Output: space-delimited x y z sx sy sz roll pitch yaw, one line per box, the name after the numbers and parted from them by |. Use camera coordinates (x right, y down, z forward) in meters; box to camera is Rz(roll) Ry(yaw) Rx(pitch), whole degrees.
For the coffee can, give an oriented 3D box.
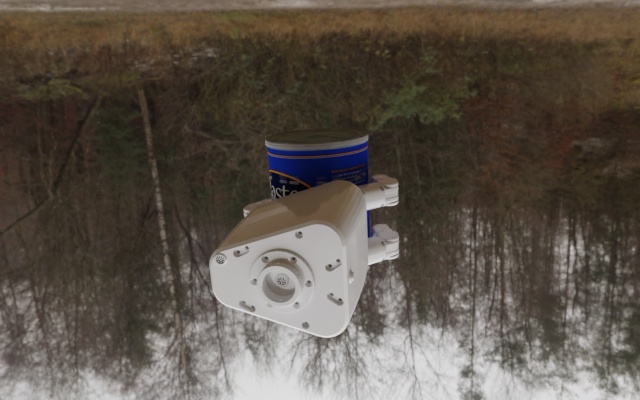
0.000 0.001 0.494 0.103 0.140 0.102 -3 16 1 | coffee can
